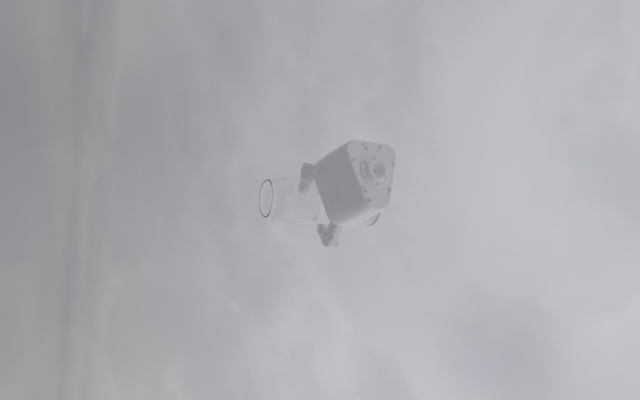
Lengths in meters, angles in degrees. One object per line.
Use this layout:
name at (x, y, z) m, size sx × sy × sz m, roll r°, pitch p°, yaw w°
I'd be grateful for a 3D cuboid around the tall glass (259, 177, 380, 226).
tall glass at (0.001, 0.003, 0.814) m, size 0.201 × 0.079 × 0.079 m, roll 4°, pitch -2°, yaw -27°
